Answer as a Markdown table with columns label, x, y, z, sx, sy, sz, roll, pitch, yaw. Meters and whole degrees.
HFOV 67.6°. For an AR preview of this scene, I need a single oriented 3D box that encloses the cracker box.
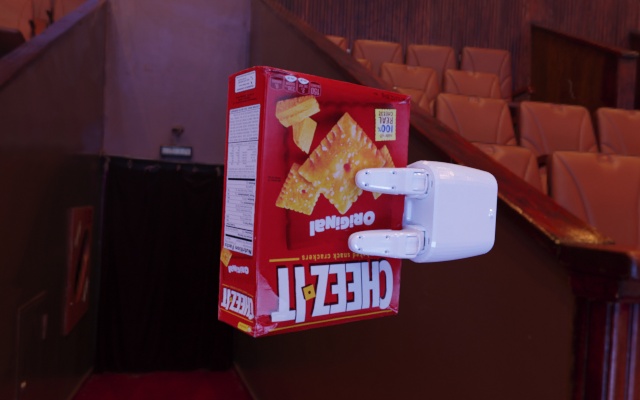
| label | x | y | z | sx | sy | sz | roll | pitch | yaw |
| --- | --- | --- | --- | --- | --- | --- | --- | --- | --- |
| cracker box | 0.000 | 0.001 | 0.432 | 0.164 | 0.213 | 0.072 | 2 | 1 | -37 |
